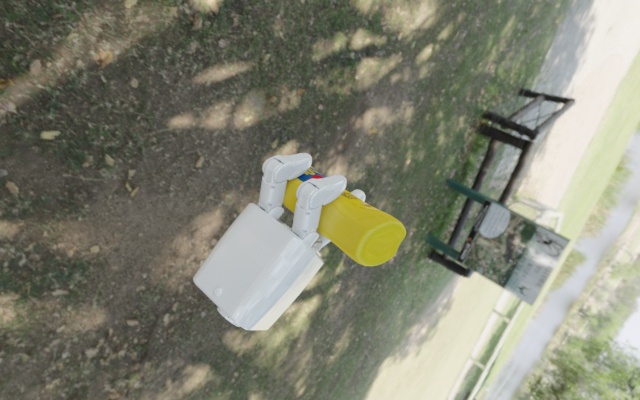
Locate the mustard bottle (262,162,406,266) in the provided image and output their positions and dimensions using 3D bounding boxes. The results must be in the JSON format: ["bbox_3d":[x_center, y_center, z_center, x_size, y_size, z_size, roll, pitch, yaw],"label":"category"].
[{"bbox_3d":[0.000,0.002,0.550,0.191,0.058,0.096,34,16,31],"label":"mustard bottle"}]
